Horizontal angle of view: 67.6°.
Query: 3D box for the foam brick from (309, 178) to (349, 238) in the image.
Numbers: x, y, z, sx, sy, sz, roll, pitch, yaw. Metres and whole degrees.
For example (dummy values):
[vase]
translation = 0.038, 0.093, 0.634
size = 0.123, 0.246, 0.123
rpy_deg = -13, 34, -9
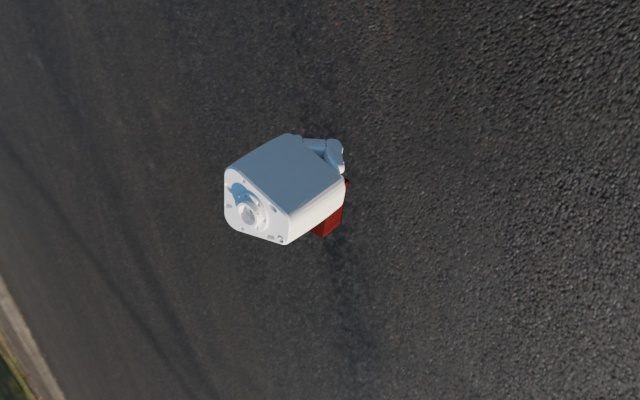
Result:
[foam brick]
translation = 0.000, 0.002, 0.670
size = 0.053, 0.078, 0.051
rpy_deg = 27, 41, 23
